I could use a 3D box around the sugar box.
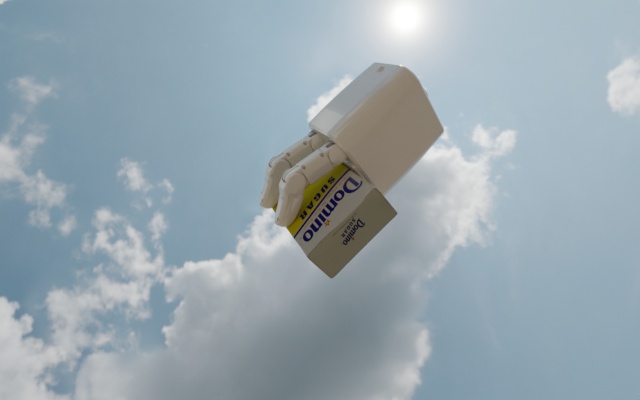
[{"bbox_3d":[0.000,0.001,0.520,0.048,0.093,0.176,45,-1,-27],"label":"sugar box"}]
